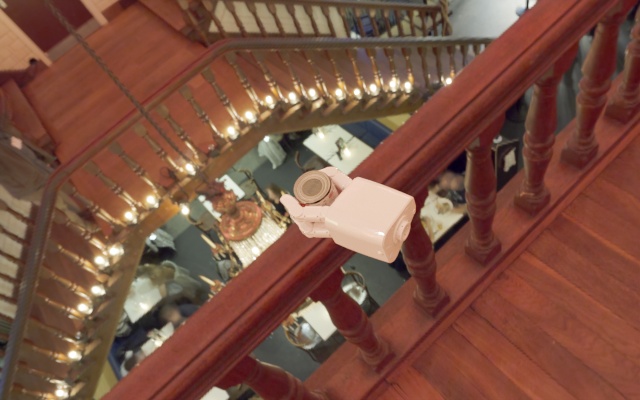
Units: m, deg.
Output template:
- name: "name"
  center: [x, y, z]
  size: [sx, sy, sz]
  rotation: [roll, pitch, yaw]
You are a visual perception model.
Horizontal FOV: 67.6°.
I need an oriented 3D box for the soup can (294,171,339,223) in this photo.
- name: "soup can"
  center: [0.000, 0.002, 0.835]
  size: [0.068, 0.068, 0.102]
  rotation: [0, -31, 19]
